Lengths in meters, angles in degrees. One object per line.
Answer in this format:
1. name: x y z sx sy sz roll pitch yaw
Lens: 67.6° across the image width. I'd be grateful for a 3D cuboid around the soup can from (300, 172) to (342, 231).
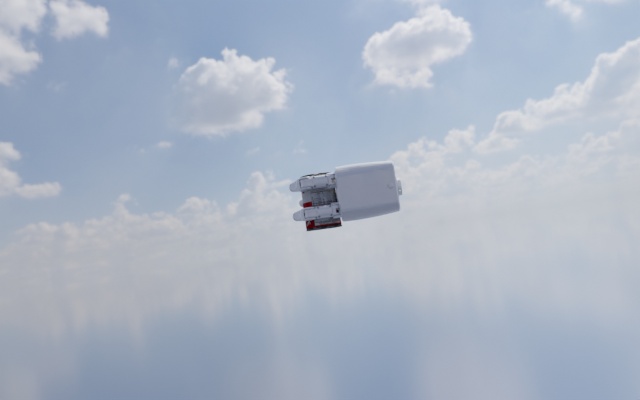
1. soup can: 0.000 0.003 0.896 0.068 0.102 0.068 -8 -5 -1
